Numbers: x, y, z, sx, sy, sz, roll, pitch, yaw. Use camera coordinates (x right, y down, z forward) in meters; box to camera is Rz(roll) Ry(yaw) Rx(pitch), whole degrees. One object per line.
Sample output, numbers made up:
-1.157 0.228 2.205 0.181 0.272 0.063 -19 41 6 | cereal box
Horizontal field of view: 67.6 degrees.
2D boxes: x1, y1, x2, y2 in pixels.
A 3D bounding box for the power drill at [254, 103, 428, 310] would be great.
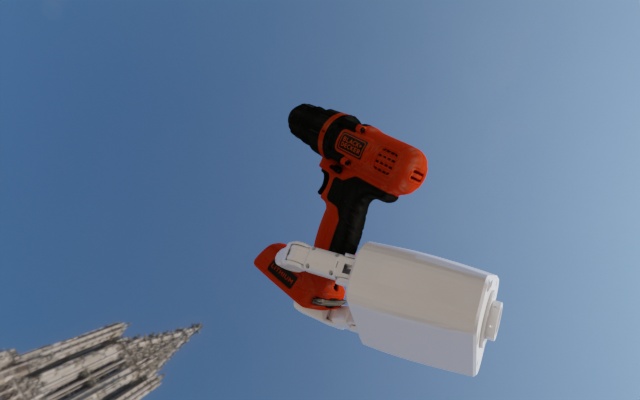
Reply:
0.000 0.002 0.493 0.057 0.188 0.184 14 14 -45 | power drill
